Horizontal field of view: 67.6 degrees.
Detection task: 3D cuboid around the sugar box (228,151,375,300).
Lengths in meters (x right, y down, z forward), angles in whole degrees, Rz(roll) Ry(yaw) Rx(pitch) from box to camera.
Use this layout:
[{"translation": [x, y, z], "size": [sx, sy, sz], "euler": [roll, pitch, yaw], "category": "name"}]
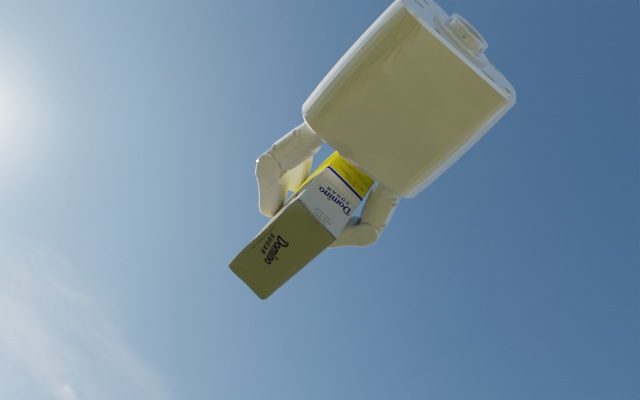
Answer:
[{"translation": [0.000, 0.001, 0.412], "size": [0.093, 0.048, 0.176], "euler": [-43, 2, 33], "category": "sugar box"}]
